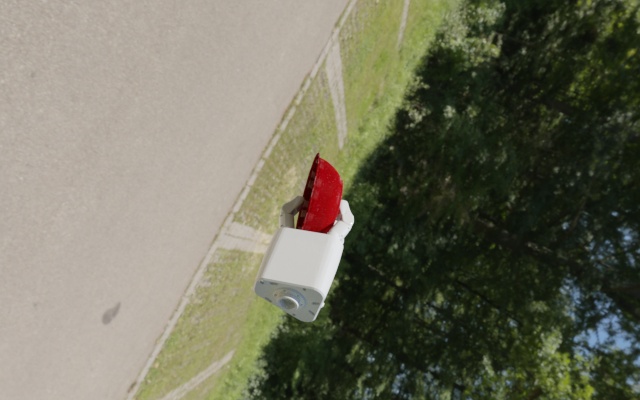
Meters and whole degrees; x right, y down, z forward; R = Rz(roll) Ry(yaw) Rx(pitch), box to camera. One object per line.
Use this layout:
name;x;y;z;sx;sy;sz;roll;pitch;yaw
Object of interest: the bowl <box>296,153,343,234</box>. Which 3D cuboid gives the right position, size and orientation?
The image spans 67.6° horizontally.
bowl;0.001;0.002;0.819;0.055;0.162;0.162;14;-2;-7
